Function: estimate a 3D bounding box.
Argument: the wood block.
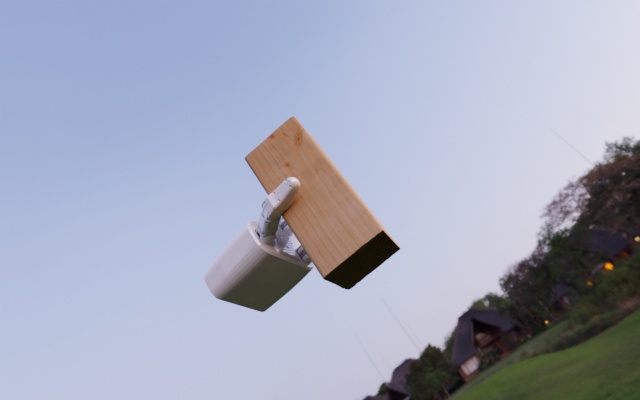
[{"bbox_3d":[0.000,0.002,0.621,0.090,0.206,0.091,-40,-29,6],"label":"wood block"}]
